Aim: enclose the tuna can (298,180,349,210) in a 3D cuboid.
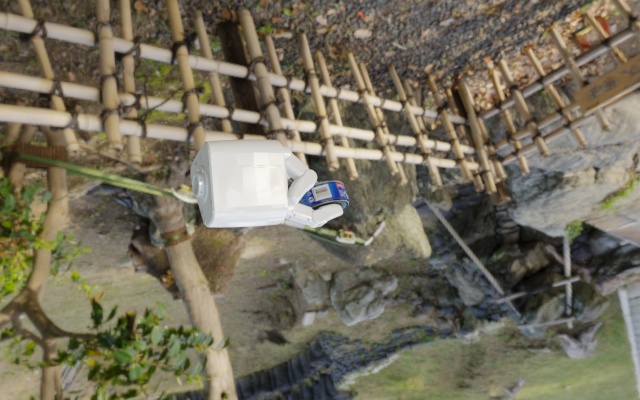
[{"bbox_3d":[0.000,0.003,0.739,0.086,0.033,0.086,-16,-18,-6],"label":"tuna can"}]
